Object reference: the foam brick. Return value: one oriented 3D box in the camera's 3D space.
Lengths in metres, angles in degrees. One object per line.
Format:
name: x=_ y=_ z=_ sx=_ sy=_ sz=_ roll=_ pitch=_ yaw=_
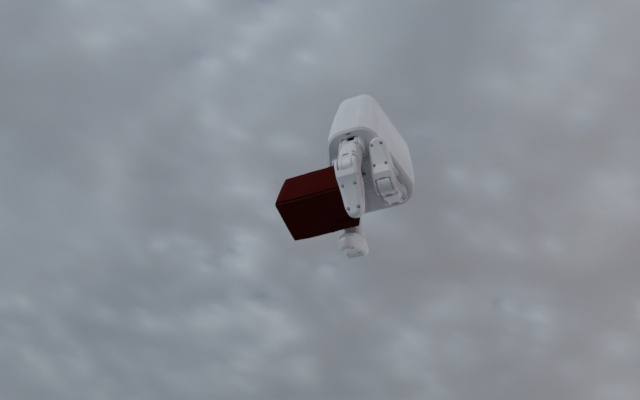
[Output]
foam brick: x=0.000 y=0.002 z=0.517 sx=0.078 sy=0.053 sz=0.051 roll=-14 pitch=31 yaw=16
